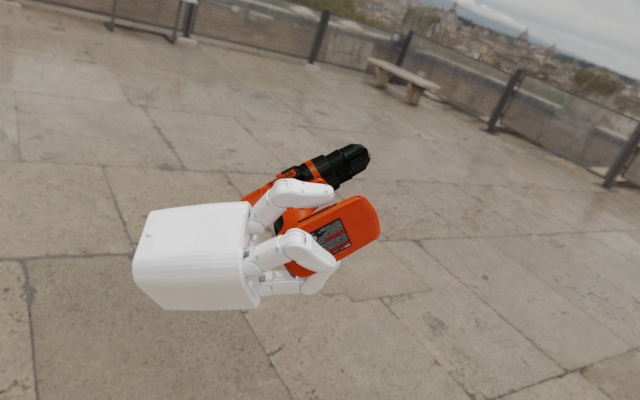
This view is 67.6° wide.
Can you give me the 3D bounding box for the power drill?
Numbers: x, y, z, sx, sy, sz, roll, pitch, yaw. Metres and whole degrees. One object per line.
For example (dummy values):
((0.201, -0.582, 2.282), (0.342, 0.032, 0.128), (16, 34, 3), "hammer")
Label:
((0.000, 0.002, 0.554), (0.184, 0.057, 0.187), (-30, 23, -4), "power drill")
